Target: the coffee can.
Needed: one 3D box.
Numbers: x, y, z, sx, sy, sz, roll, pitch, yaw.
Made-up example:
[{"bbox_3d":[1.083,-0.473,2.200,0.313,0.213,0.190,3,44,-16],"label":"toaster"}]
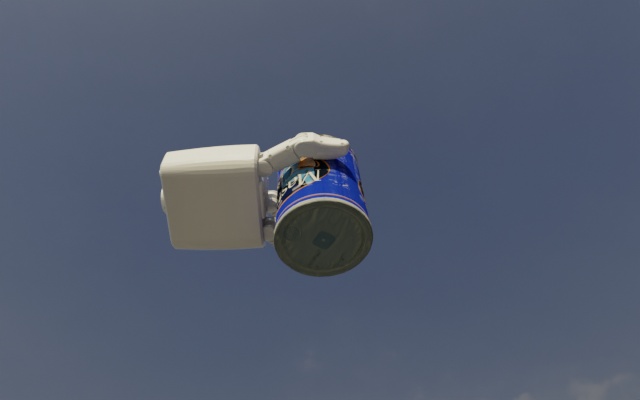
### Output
[{"bbox_3d":[0.000,0.002,0.547,0.103,0.103,0.140,0,35,-3],"label":"coffee can"}]
